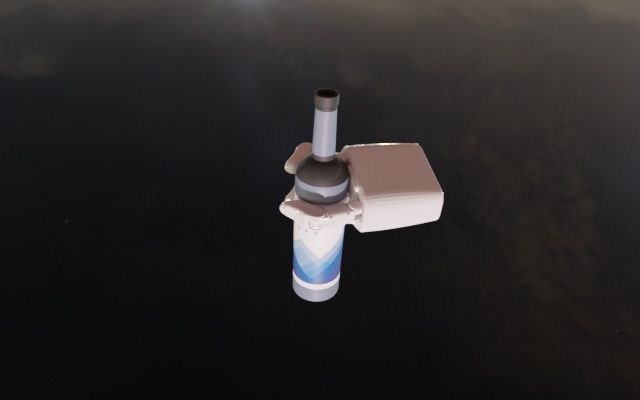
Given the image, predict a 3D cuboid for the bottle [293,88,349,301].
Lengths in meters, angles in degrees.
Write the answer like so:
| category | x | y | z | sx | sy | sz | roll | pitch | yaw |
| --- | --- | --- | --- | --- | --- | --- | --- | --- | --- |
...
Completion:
| category | x | y | z | sx | sy | sz | roll | pitch | yaw |
| --- | --- | --- | --- | --- | --- | --- | --- | --- | --- |
| bottle | 0.000 | 0.002 | 0.610 | 0.069 | 0.296 | 0.069 | 2 | 35 | -2 |
